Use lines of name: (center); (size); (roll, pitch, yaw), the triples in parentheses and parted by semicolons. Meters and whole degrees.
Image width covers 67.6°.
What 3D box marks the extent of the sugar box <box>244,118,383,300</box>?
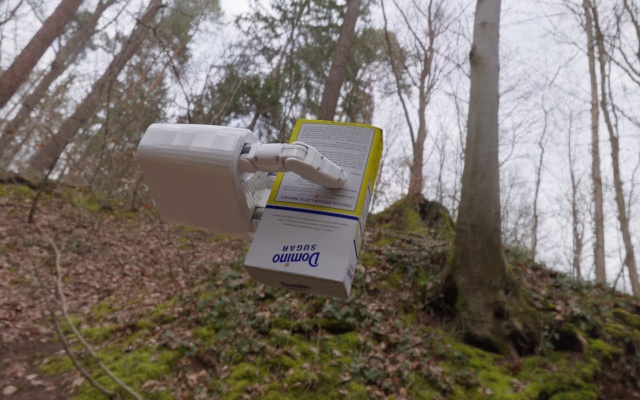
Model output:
sugar box: (0.000, 0.002, 0.462); (0.093, 0.176, 0.048); (8, -30, 16)
